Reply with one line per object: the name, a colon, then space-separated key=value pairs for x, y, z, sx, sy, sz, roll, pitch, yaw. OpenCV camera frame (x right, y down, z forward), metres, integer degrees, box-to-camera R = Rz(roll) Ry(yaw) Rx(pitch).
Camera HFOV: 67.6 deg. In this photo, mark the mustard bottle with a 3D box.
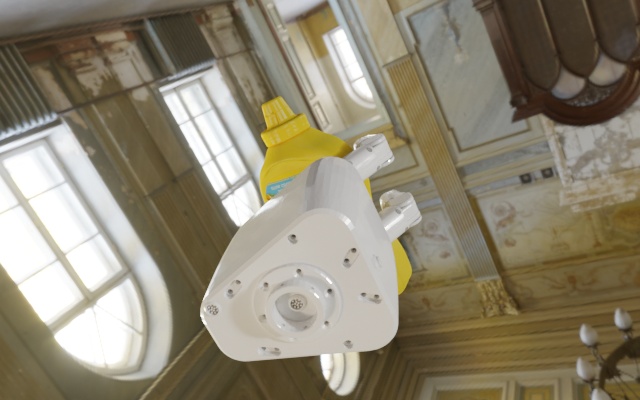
mustard bottle: x=0.000 y=0.001 z=0.415 sx=0.096 sy=0.192 sz=0.058 roll=-16 pitch=18 yaw=35
